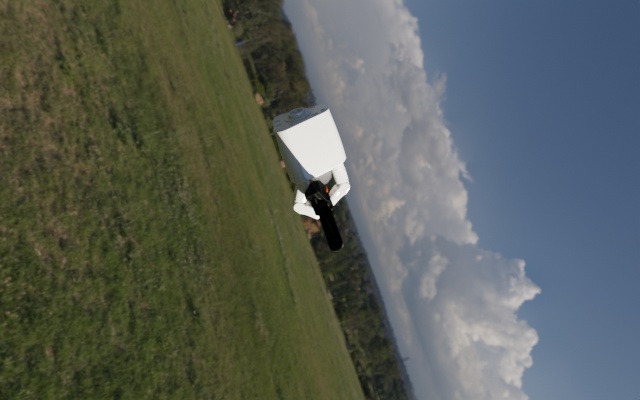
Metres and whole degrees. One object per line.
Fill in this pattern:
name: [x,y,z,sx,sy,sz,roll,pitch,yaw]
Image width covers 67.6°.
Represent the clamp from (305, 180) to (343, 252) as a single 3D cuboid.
clamp: [0.001,0.003,0.847,0.039,0.120,0.171,-19,28,1]
